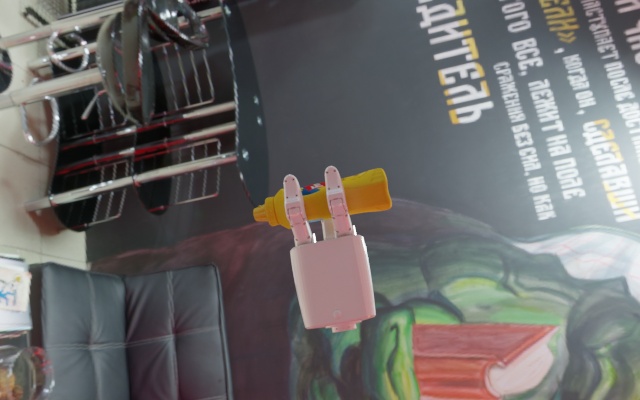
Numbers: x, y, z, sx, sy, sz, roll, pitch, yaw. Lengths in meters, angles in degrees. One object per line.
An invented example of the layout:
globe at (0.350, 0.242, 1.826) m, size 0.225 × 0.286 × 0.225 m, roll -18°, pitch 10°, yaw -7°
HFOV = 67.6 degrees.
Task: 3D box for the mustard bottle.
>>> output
mustard bottle at (0.000, 0.002, 0.670) m, size 0.191 × 0.058 × 0.096 m, roll -12°, pitch 8°, yaw 6°
